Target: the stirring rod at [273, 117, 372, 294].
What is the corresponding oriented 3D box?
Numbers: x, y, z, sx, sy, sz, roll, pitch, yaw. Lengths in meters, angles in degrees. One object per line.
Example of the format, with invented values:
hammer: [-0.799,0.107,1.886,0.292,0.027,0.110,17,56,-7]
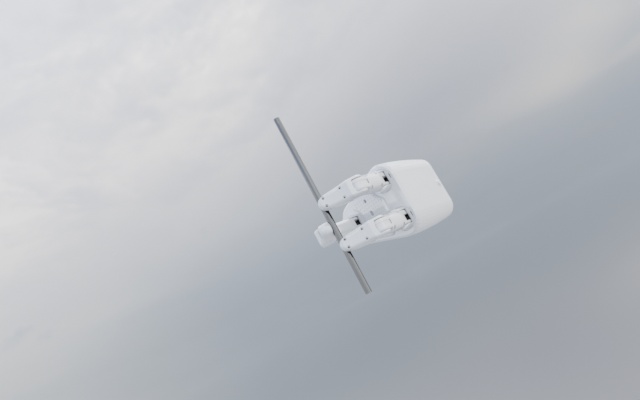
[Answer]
stirring rod: [0.000,0.002,0.570,0.011,0.239,0.011,-27,-13,-6]
